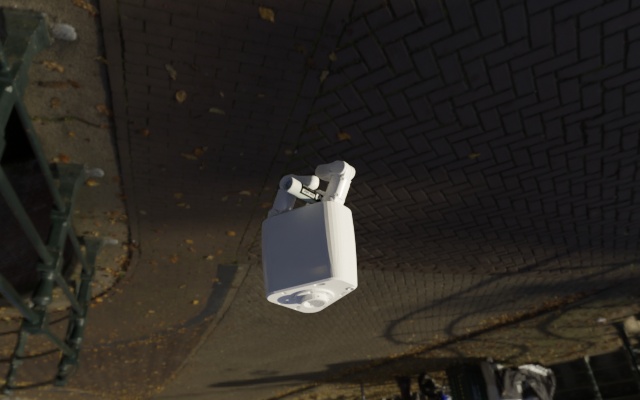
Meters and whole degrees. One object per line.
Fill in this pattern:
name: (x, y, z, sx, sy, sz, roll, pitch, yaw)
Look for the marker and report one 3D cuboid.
marker: (0.000, 0.002, 0.623, 0.020, 0.020, 0.121, 0, -22, 46)
